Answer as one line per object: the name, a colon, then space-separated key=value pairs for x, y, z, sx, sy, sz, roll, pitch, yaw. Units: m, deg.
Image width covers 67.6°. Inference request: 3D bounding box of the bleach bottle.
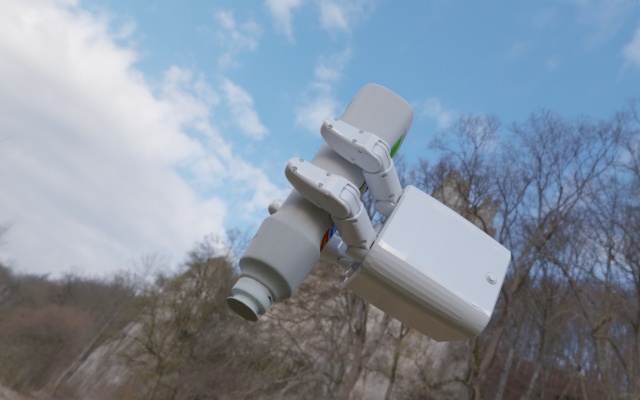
bleach bottle: x=0.000 y=0.001 z=0.429 sx=0.068 sy=0.250 sz=0.103 roll=32 pitch=-35 yaw=5
